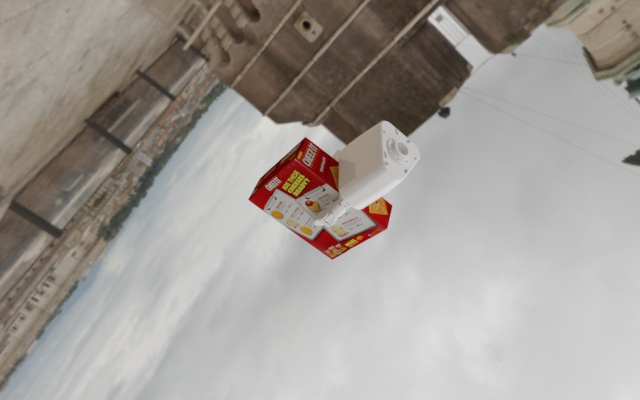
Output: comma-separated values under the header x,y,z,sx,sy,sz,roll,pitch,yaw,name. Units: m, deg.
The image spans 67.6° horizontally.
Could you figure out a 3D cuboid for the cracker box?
x,y,z,sx,sy,sz,roll,pitch,yaw,name
0.000,0.003,0.891,0.214,0.072,0.164,37,-44,-17,cracker box
